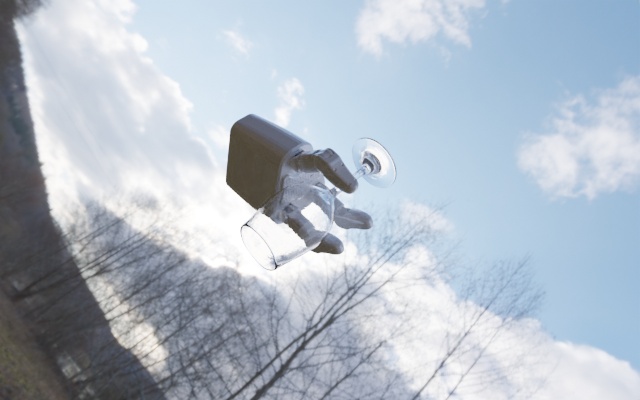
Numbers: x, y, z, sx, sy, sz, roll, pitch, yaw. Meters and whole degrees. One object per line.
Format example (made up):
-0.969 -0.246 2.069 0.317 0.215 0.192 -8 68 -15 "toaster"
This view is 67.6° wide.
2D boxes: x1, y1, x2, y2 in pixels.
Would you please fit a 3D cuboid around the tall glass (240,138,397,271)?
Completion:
0.001 0.002 0.573 0.201 0.079 0.079 -37 20 -30 "tall glass"
